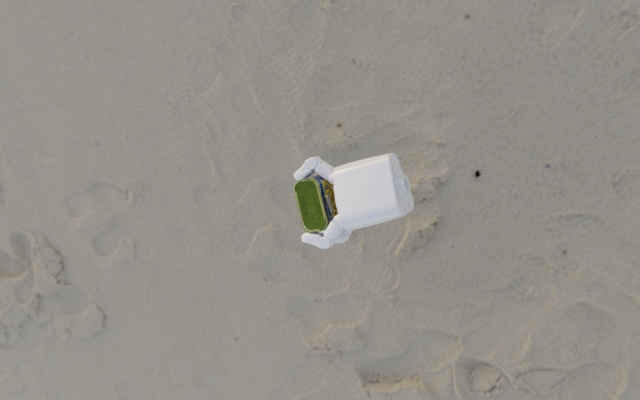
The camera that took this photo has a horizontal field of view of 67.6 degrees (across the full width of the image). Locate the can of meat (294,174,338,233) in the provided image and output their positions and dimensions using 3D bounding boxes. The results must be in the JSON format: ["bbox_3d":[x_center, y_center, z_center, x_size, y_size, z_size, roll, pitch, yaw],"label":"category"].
[{"bbox_3d":[0.000,0.003,0.865,0.057,0.102,0.084,-12,4,28],"label":"can of meat"}]
